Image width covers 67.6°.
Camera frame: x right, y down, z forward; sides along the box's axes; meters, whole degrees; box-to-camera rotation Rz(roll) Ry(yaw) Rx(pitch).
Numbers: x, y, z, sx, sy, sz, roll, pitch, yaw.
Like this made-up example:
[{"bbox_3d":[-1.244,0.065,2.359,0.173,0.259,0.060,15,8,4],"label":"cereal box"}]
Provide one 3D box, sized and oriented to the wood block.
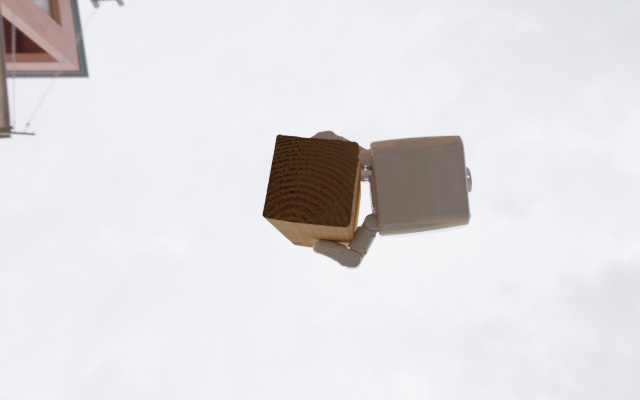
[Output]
[{"bbox_3d":[0.000,0.002,0.574,0.090,0.090,0.206,6,-12,7],"label":"wood block"}]
